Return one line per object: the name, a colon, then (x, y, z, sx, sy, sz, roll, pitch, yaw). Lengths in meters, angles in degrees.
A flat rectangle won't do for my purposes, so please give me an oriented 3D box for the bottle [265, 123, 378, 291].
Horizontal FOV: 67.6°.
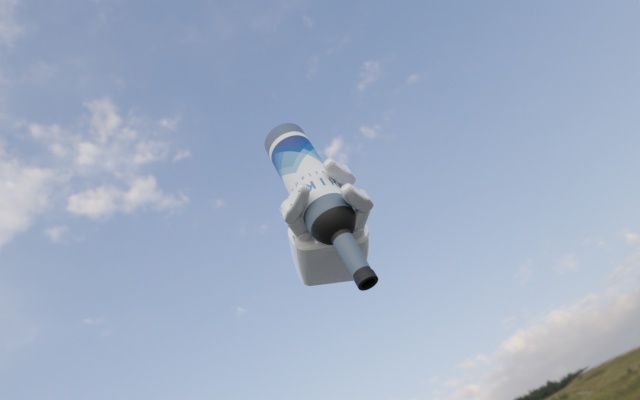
bottle: (0.000, 0.002, 0.665, 0.069, 0.069, 0.295, 0, 42, -32)
